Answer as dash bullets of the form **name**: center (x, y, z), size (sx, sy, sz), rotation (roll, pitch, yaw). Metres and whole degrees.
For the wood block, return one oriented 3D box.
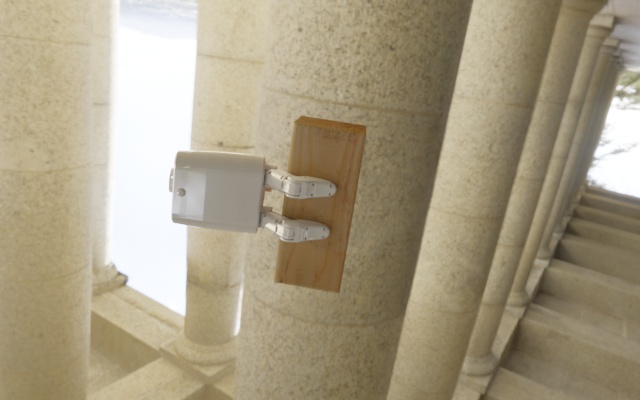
- **wood block**: center (0.000, 0.002, 0.625), size (0.090, 0.206, 0.090), rotation (9, 17, 2)
